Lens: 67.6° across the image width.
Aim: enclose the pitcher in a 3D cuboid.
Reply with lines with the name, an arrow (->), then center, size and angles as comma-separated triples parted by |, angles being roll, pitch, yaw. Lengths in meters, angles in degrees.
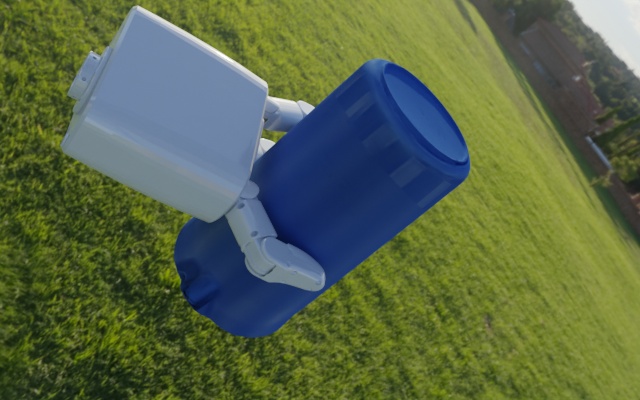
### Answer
pitcher -> 0.000, 0.001, 0.403 | 0.145, 0.149, 0.243 | 28, -51, -31
